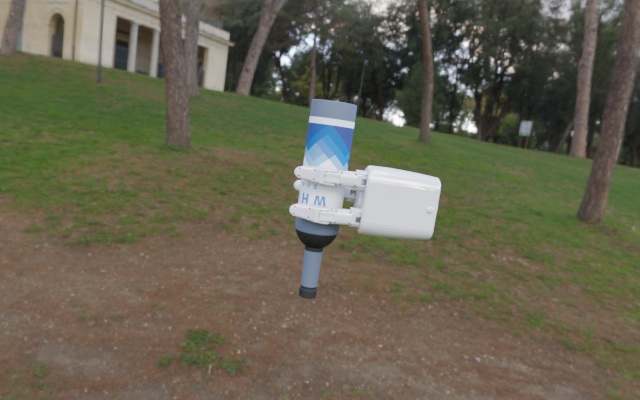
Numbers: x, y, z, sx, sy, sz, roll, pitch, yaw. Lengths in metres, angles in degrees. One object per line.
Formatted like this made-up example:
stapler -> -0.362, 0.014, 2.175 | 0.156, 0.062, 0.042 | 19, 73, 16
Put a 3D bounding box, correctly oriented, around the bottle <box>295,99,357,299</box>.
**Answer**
bottle -> 0.000, 0.002, 0.714 | 0.069, 0.296, 0.069 | 8, 8, -1
